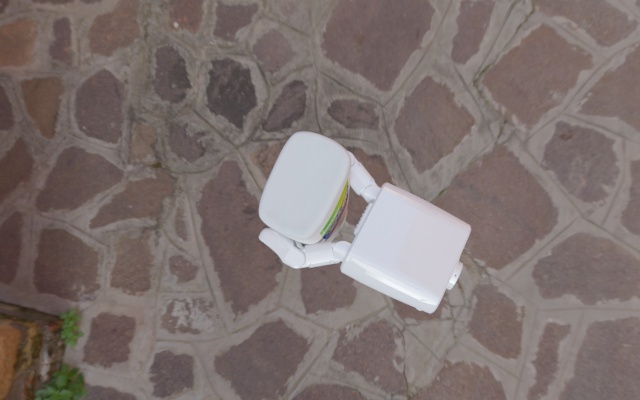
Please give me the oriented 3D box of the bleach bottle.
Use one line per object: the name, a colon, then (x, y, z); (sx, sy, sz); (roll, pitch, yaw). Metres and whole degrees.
bleach bottle: (0.000, 0.002, 0.557); (0.068, 0.102, 0.251); (25, -3, 10)
